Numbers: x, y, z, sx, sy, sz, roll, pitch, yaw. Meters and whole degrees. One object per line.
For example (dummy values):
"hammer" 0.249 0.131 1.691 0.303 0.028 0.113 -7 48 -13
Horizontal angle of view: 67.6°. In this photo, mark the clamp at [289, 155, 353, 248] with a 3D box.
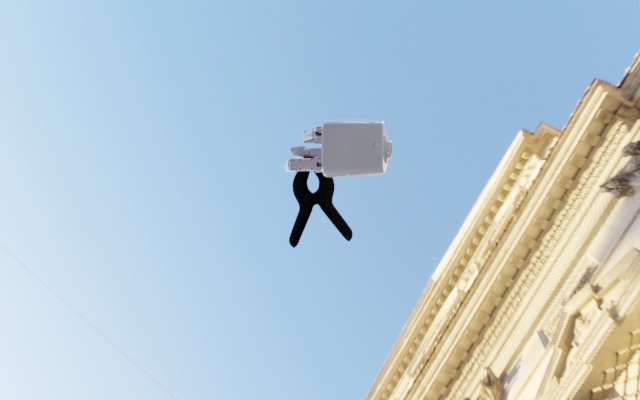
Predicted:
"clamp" 0.000 0.003 0.872 0.120 0.171 0.039 0 3 11
